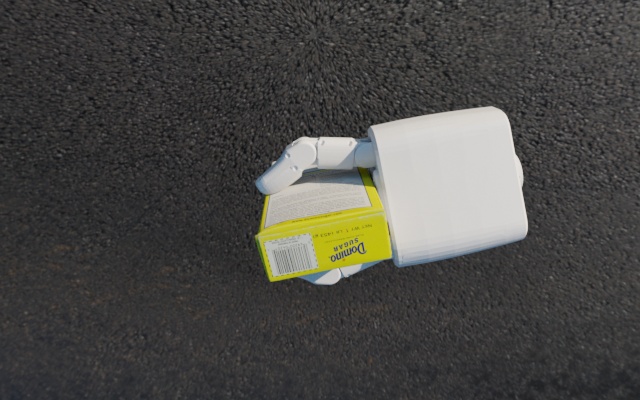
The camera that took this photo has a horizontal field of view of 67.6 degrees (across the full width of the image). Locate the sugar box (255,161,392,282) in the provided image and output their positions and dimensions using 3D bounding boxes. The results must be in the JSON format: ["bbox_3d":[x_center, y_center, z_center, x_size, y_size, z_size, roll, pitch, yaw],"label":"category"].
[{"bbox_3d":[0.000,0.002,0.414,0.093,0.048,0.176,-11,19,3],"label":"sugar box"}]
